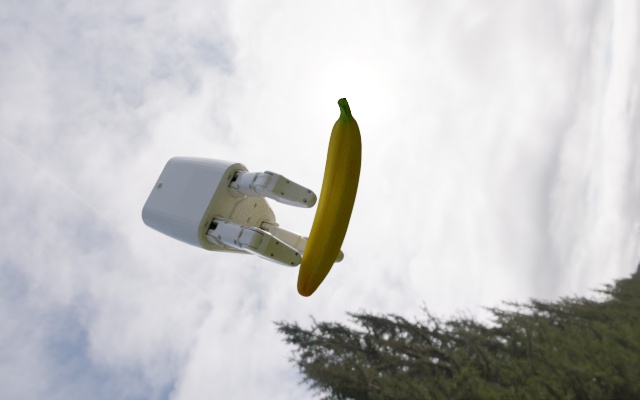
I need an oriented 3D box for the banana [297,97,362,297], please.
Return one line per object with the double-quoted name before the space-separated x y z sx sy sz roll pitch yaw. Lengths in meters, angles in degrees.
"banana" 0.010 -0.002 0.488 0.037 0.198 0.069 13 7 31
